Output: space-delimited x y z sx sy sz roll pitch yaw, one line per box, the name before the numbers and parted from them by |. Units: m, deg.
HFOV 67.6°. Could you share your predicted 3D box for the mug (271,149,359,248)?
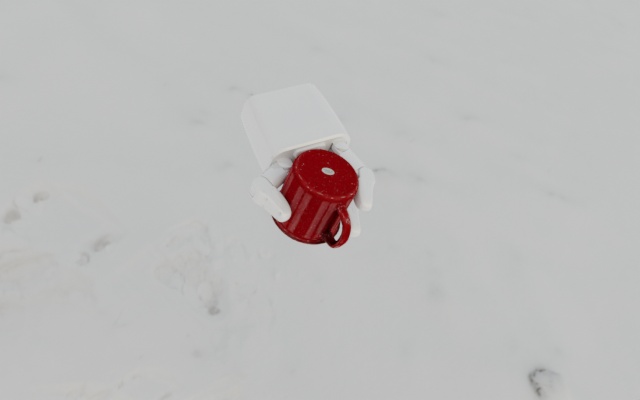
mug | 0.001 0.003 0.568 0.093 0.117 0.081 -10 -34 -32
